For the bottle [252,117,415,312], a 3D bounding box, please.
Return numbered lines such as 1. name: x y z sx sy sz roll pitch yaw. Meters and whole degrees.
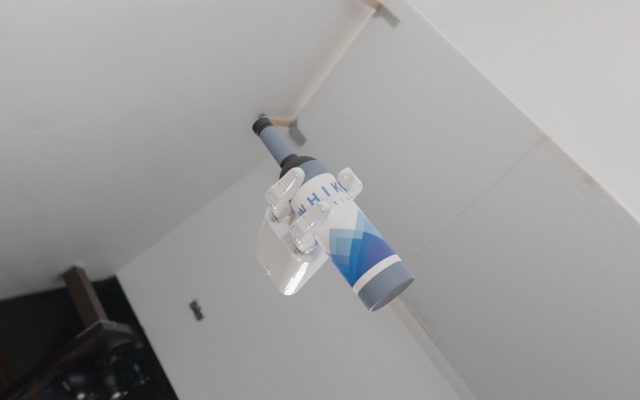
1. bottle: 0.000 0.002 0.608 0.069 0.295 0.069 -32 -23 -15
